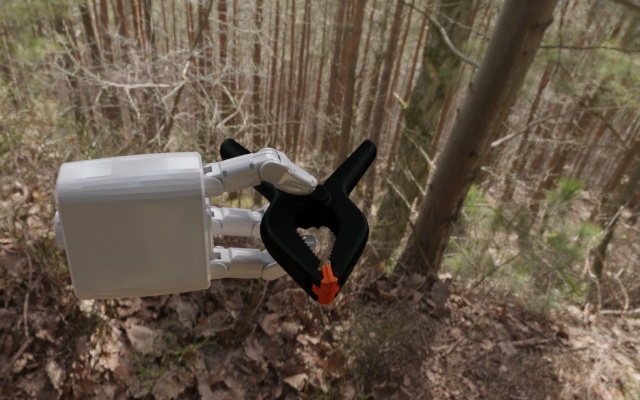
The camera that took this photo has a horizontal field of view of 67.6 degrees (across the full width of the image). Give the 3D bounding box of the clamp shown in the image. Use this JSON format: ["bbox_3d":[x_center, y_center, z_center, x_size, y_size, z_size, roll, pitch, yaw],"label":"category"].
[{"bbox_3d":[0.000,0.001,0.441,0.164,0.036,0.209,-7,42,-14],"label":"clamp"}]
